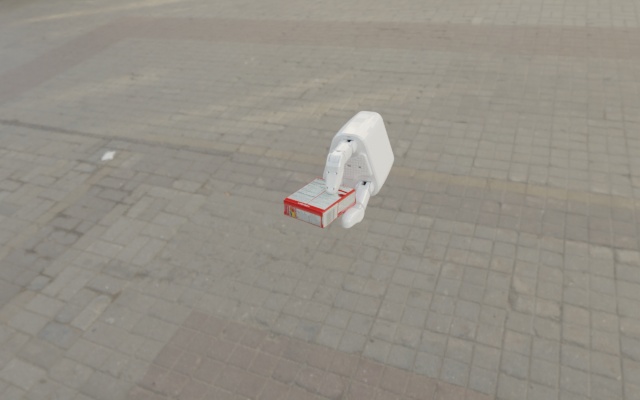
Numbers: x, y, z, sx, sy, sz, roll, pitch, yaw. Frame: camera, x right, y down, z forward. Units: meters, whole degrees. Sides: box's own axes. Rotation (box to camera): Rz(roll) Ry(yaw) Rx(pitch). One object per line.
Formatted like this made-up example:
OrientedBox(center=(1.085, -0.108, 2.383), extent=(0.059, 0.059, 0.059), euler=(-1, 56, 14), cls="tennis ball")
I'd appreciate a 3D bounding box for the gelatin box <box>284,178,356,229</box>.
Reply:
OrientedBox(center=(0.000, 0.002, 0.716), extent=(0.073, 0.030, 0.089), euler=(18, 34, 32), cls="gelatin box")
